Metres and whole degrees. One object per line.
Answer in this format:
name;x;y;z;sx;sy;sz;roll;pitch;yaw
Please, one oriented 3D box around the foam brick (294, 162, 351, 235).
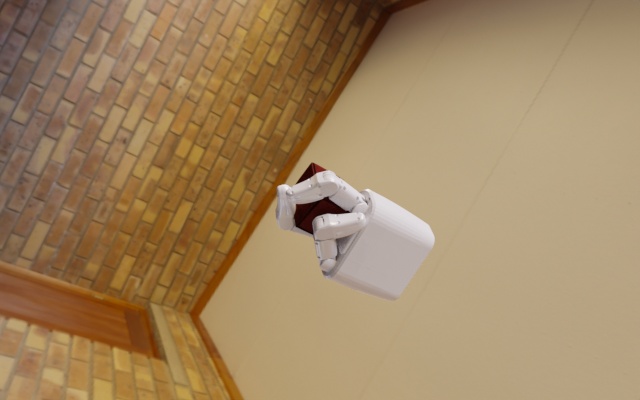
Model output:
foam brick;0.000;0.002;0.591;0.051;0.053;0.078;26;29;-26
